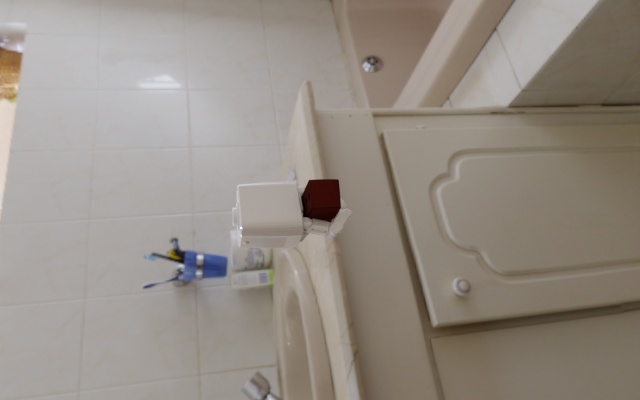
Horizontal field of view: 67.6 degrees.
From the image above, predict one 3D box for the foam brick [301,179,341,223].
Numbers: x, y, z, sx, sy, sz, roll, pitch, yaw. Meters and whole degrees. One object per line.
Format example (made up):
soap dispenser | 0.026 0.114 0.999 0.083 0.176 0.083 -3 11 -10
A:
foam brick | 0.000 0.002 0.817 0.051 0.053 0.078 0 -23 -13
